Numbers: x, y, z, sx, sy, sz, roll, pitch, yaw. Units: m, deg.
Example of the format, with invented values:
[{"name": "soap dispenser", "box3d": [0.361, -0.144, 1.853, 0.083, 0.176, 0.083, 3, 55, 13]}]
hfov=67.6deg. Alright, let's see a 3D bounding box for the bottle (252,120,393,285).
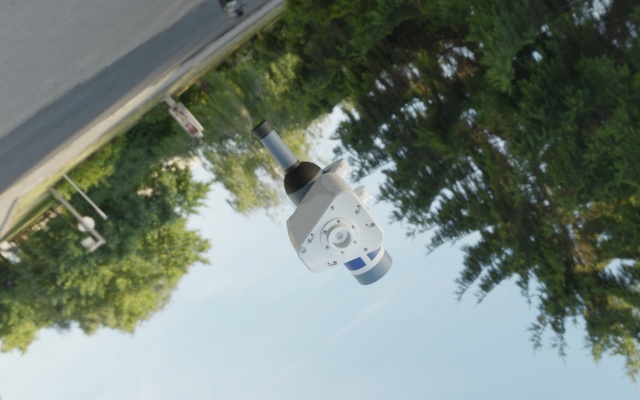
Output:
[{"name": "bottle", "box3d": [0.000, 0.003, 0.724, 0.069, 0.296, 0.069, -35, 17, 12]}]
